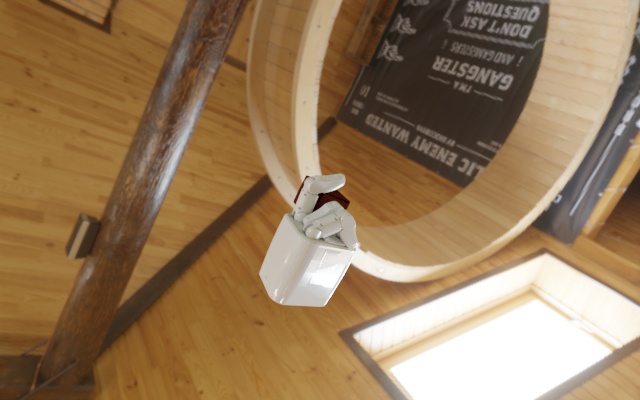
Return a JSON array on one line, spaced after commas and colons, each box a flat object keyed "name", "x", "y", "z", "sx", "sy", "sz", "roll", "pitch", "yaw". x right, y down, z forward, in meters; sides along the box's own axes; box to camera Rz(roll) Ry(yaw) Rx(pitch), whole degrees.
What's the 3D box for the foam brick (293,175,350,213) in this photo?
[{"name": "foam brick", "x": 0.000, "y": 0.002, "z": 0.743, "sx": 0.053, "sy": 0.051, "sz": 0.078, "roll": 20, "pitch": 13, "yaw": -27}]
